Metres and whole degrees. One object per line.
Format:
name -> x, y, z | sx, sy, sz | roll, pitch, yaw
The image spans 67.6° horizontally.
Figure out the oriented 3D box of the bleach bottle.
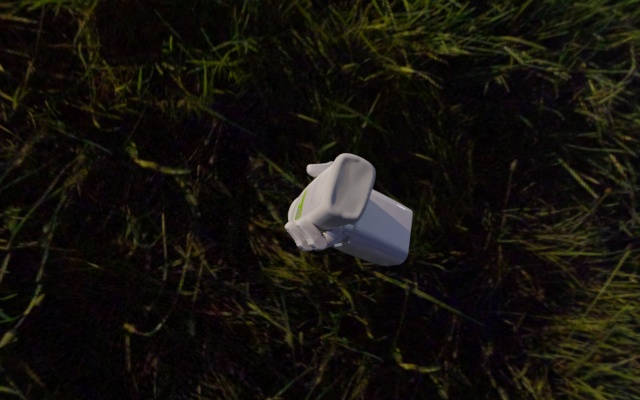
bleach bottle -> 0.000, 0.003, 0.796 | 0.068, 0.102, 0.251 | 23, -16, -16
